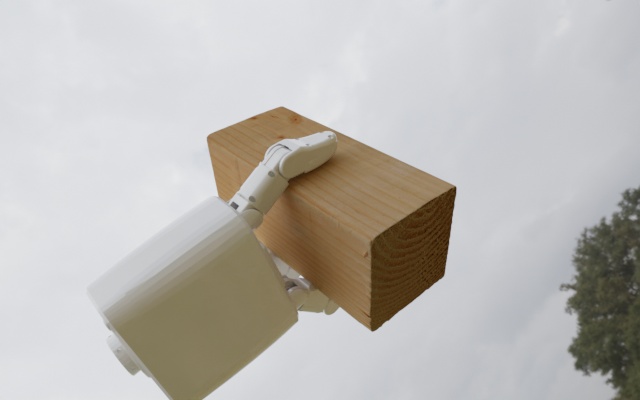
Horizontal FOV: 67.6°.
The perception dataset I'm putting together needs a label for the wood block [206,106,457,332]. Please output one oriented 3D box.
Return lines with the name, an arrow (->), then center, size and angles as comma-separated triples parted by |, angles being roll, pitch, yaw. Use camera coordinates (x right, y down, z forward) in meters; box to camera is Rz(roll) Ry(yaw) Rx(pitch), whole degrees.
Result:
wood block -> 0.000, 0.001, 0.406 | 0.090, 0.091, 0.206 | -28, 42, -31
